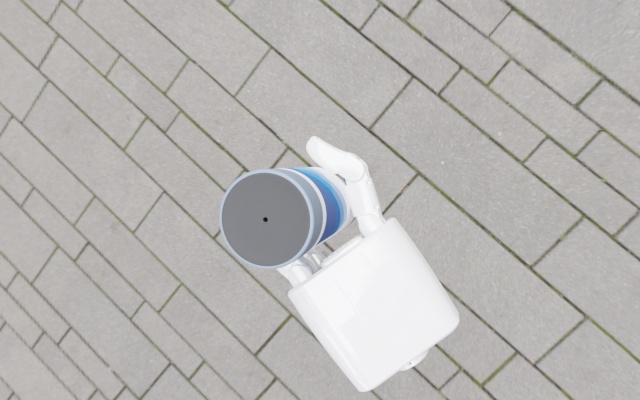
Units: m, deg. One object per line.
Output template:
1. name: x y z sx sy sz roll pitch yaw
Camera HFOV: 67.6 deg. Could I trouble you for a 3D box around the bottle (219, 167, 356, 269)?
1. bottle: 0.000 0.001 0.454 0.069 0.069 0.295 0 4 14
